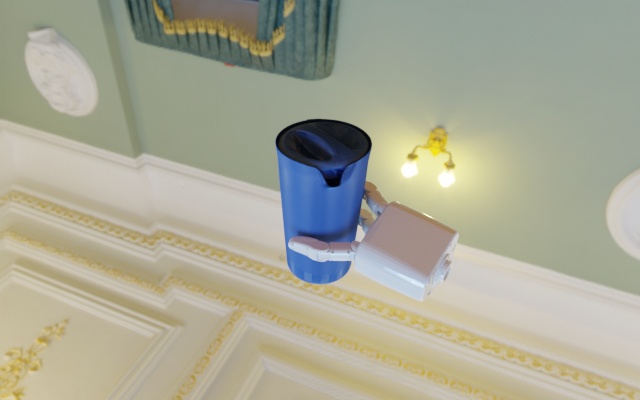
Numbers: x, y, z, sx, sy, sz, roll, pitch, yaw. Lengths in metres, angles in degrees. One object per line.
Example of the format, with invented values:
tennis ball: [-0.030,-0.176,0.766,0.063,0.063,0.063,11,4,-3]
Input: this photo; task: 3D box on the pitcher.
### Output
pitcher: [0.000,0.002,0.733,0.145,0.243,0.149,24,42,25]
